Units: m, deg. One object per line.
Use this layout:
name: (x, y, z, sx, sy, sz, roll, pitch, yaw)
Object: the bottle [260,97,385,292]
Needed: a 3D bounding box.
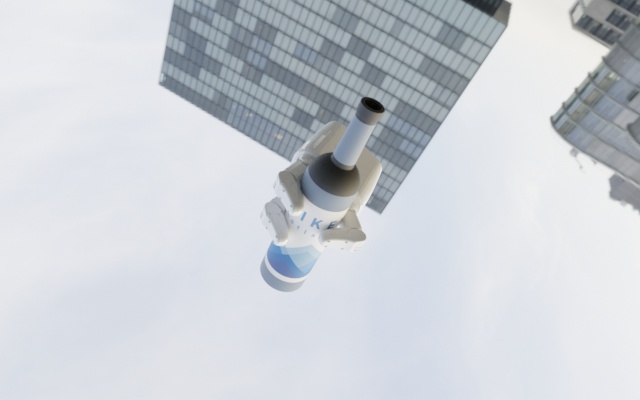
bottle: (0.000, 0.002, 0.583, 0.069, 0.069, 0.296, 0, -43, -30)
